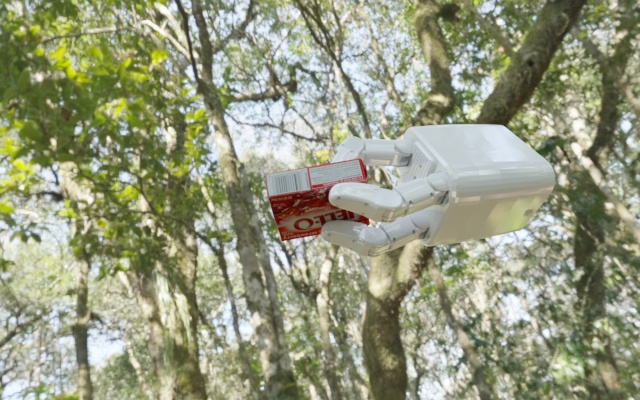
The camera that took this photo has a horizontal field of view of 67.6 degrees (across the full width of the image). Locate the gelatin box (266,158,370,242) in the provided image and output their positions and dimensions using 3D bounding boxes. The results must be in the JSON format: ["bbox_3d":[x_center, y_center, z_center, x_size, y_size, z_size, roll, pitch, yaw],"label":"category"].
[{"bbox_3d":[0.000,0.001,0.439,0.089,0.030,0.073,-10,-36,0],"label":"gelatin box"}]
